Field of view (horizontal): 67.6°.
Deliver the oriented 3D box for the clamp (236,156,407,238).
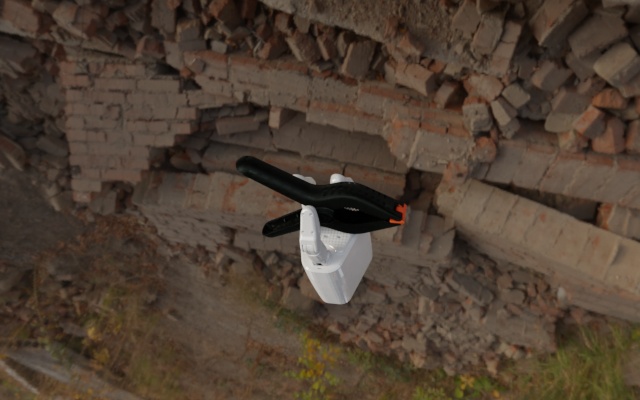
[{"bbox_3d":[0.001,0.003,0.602,0.210,0.036,0.165,2,-34,17],"label":"clamp"}]
